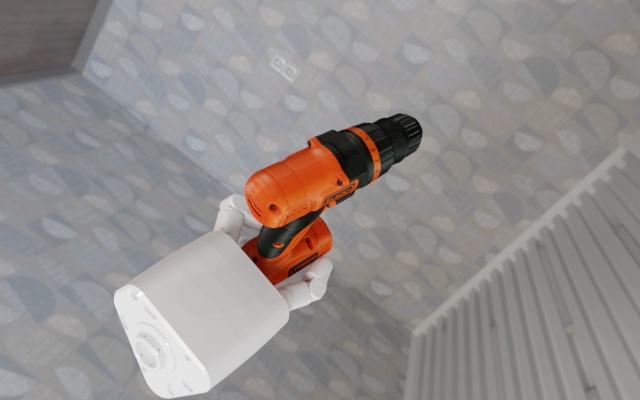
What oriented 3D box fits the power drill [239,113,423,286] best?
[{"bbox_3d":[0.000,0.002,0.460,0.184,0.057,0.188,-25,-21,-30],"label":"power drill"}]
